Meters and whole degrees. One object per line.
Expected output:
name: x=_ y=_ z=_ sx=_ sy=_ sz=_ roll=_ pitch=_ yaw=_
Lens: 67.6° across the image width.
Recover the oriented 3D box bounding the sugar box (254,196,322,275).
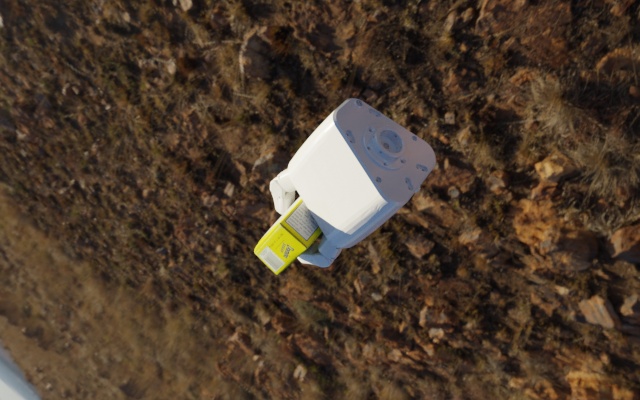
sugar box: x=0.000 y=0.002 z=0.567 sx=0.176 sy=0.048 sz=0.093 roll=-46 pitch=1 yaw=-36
